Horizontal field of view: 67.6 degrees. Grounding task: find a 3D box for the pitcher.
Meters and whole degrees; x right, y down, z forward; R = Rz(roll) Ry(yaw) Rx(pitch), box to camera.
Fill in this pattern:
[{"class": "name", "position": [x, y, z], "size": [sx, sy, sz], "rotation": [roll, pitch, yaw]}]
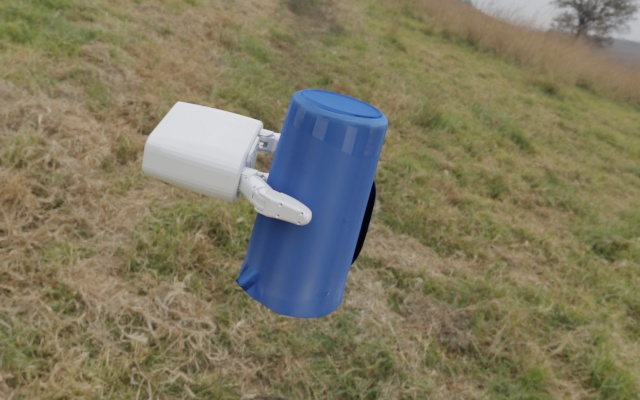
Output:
[{"class": "pitcher", "position": [0.000, 0.002, 0.561], "size": [0.145, 0.243, 0.149], "rotation": [16, 23, -1]}]
